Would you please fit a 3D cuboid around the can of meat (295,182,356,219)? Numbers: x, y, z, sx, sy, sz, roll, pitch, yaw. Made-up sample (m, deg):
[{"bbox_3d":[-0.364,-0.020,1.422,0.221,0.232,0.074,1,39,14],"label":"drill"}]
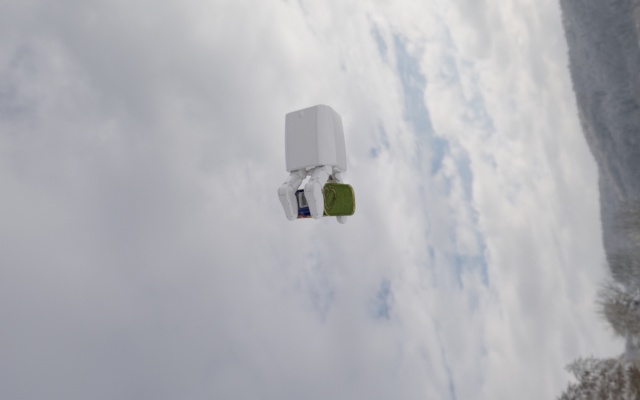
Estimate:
[{"bbox_3d":[0.000,0.003,0.848,0.084,0.057,0.102,-7,-4,34],"label":"can of meat"}]
